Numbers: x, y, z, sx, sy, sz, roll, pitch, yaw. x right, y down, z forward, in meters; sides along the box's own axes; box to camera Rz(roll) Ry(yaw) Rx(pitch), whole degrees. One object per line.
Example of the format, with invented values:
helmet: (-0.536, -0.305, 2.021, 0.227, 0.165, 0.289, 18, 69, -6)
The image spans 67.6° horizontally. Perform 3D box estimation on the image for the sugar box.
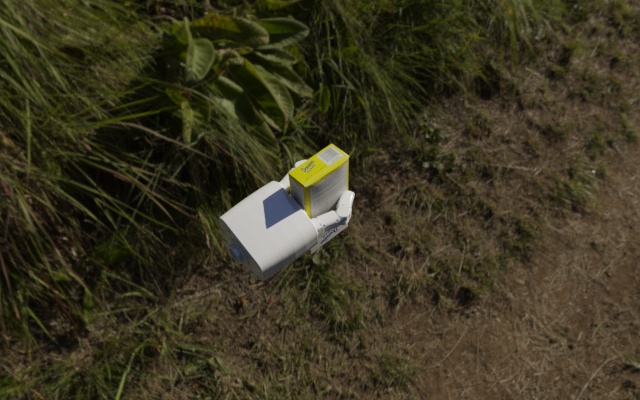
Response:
sugar box: (0.000, 0.002, 0.771, 0.093, 0.176, 0.048, -35, 60, -25)
